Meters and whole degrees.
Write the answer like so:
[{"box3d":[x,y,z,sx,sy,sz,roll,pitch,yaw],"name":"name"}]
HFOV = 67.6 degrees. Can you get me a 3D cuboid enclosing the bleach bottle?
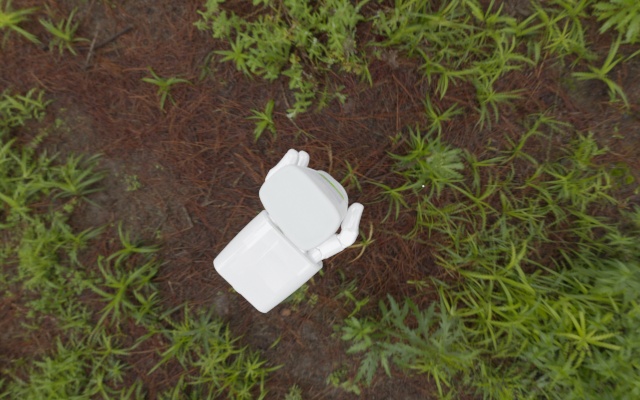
[{"box3d":[0.000,0.002,0.661,0.068,0.102,0.251,-41,-7,11],"name":"bleach bottle"}]
